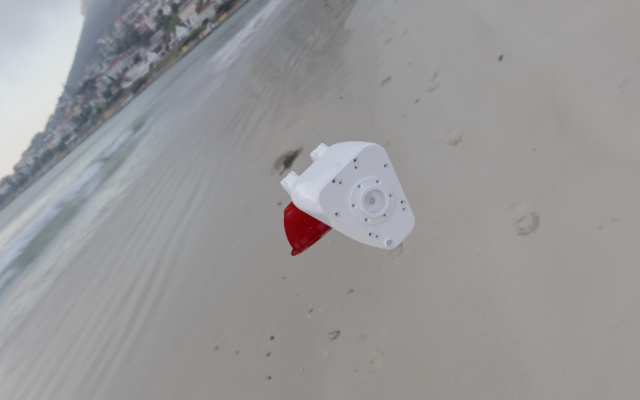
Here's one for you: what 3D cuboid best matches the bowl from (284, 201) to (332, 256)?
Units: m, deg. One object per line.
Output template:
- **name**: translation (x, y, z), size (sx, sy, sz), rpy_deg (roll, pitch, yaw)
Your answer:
- **bowl**: translation (-0.001, 0.002, 0.669), size (0.162, 0.055, 0.162), rpy_deg (-43, 5, 5)
